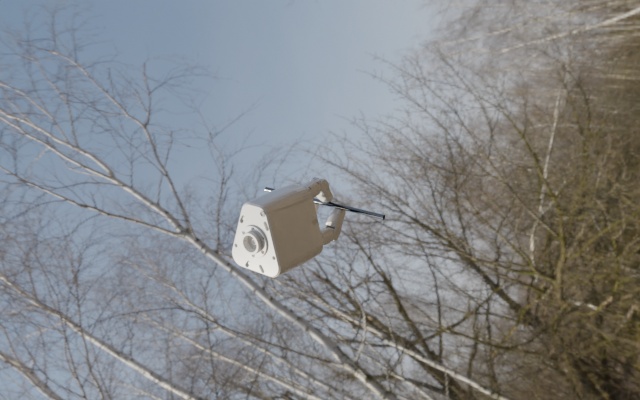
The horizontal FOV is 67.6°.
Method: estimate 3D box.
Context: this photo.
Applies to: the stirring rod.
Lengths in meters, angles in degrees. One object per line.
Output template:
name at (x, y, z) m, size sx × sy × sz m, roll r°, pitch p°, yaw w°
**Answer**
stirring rod at (0.000, 0.003, 0.814) m, size 0.239 × 0.011 × 0.011 m, roll 13°, pitch 7°, yaw 31°
